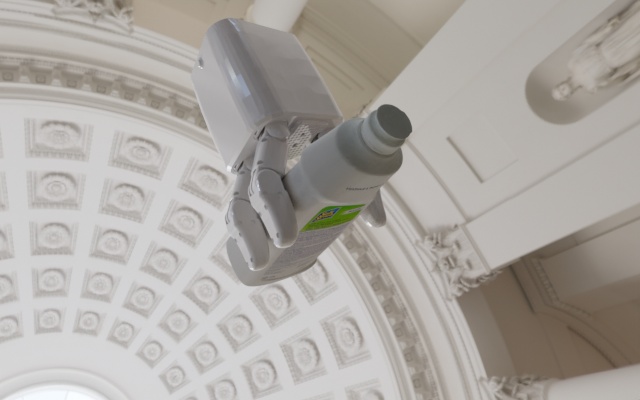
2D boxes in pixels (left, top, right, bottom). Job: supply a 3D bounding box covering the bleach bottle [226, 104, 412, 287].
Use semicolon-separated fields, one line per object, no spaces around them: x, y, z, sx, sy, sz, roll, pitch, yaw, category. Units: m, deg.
0.000;0.001;0.419;0.102;0.068;0.251;-15;-18;-35;bleach bottle
